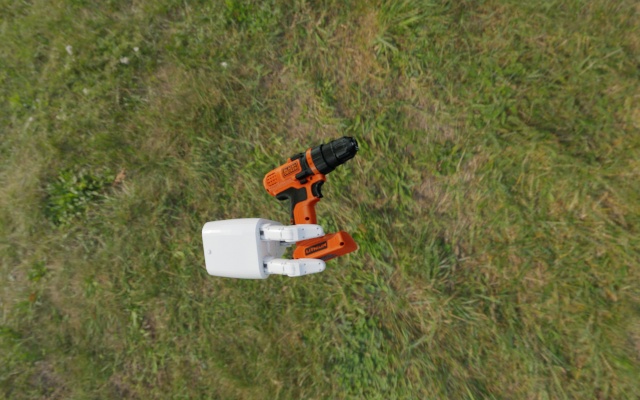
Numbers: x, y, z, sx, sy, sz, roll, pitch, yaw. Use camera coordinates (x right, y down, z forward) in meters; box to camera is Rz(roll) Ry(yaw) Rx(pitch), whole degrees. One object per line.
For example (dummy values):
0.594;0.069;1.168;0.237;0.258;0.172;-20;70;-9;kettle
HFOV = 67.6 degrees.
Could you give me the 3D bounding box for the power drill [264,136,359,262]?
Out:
0.000;0.003;0.792;0.184;0.187;0.057;-25;-23;27;power drill
